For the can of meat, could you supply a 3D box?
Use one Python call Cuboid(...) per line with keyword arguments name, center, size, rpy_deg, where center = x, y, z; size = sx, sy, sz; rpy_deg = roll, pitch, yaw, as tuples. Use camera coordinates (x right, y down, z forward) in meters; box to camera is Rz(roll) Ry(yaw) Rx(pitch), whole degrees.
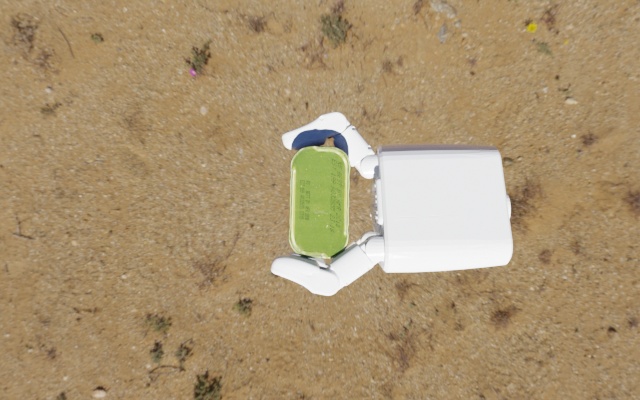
Cuboid(name="can of meat", center=(0.000, 0.001, 0.444), size=(0.057, 0.102, 0.084), rpy_deg=(1, 0, 1))
